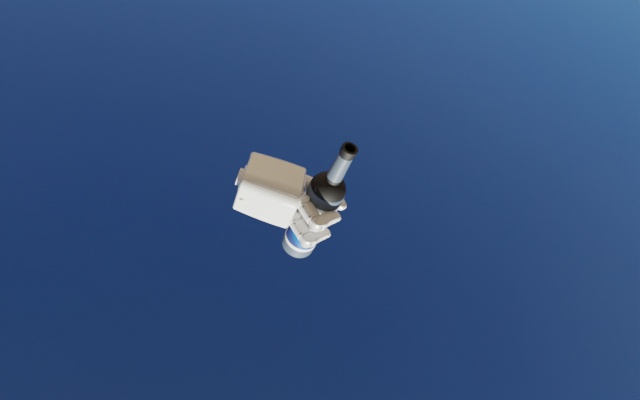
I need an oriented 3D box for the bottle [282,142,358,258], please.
[{"bbox_3d":[0.000,0.003,0.862,0.069,0.069,0.296,0,-36,-23],"label":"bottle"}]
